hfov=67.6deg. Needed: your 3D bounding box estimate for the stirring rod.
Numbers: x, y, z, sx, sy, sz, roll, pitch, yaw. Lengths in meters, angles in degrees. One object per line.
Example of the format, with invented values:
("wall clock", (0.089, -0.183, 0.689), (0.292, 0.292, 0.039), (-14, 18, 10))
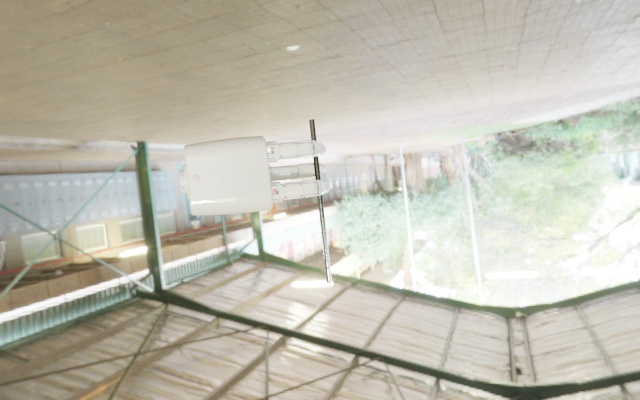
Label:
("stirring rod", (0.000, 0.002, 0.696), (0.011, 0.239, 0.011), (-6, 2, 0))
